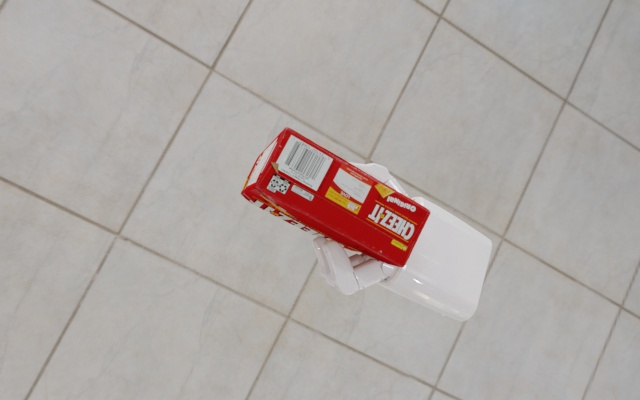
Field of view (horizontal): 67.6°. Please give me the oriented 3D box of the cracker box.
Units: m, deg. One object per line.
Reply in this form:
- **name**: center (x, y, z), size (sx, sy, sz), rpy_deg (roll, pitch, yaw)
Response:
- **cracker box**: center (0.000, 0.002, 0.541), size (0.164, 0.072, 0.213), rpy_deg (29, -7, -11)
